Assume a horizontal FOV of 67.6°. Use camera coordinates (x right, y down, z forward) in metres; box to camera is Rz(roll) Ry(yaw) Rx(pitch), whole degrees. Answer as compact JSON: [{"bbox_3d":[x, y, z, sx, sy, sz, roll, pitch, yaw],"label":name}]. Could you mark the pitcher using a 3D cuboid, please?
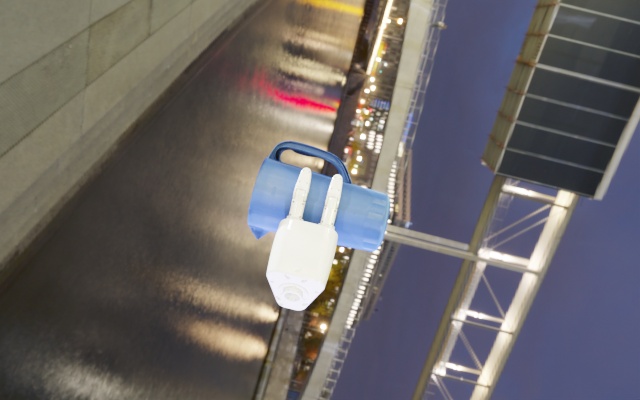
[{"bbox_3d":[0.000,0.003,0.864,0.243,0.145,0.149,14,-42,0],"label":"pitcher"}]
